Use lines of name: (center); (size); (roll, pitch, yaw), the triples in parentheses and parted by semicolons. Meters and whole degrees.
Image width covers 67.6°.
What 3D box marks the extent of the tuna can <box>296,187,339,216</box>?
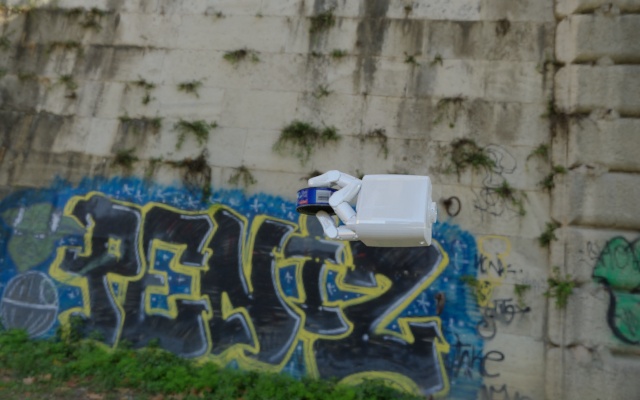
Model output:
tuna can: (0.000, 0.002, 0.834); (0.086, 0.033, 0.086); (2, -14, 0)
